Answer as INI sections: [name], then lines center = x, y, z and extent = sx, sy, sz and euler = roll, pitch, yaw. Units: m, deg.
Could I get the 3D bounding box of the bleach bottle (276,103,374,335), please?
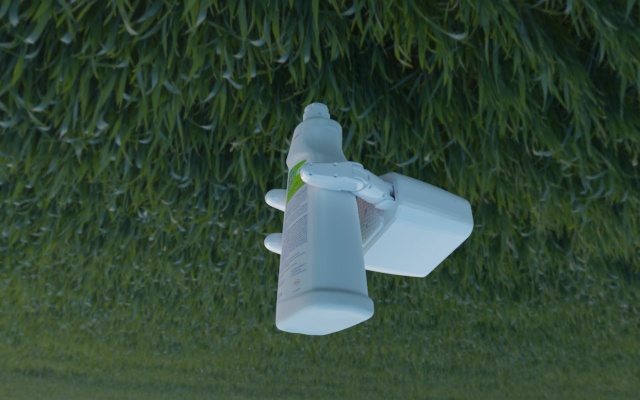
[bleach bottle]
center = 0.000, 0.002, 0.491
extent = 0.068, 0.250, 0.103
euler = 15, -32, -26
